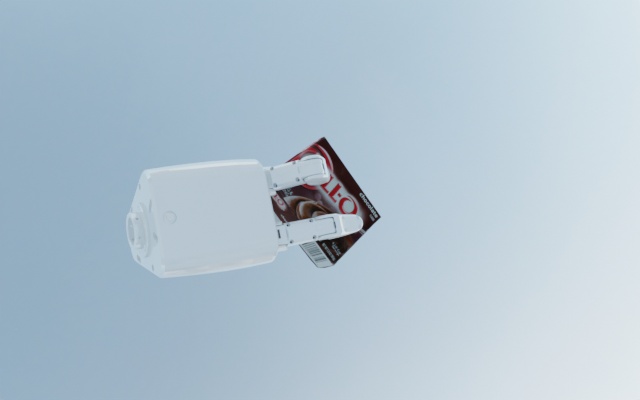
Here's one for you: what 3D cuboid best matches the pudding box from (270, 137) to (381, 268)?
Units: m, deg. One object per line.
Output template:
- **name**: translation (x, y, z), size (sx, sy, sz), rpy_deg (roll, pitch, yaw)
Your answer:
- **pudding box**: translation (0.000, 0.002, 0.509), size (0.090, 0.113, 0.039), rpy_deg (-41, 11, -34)
